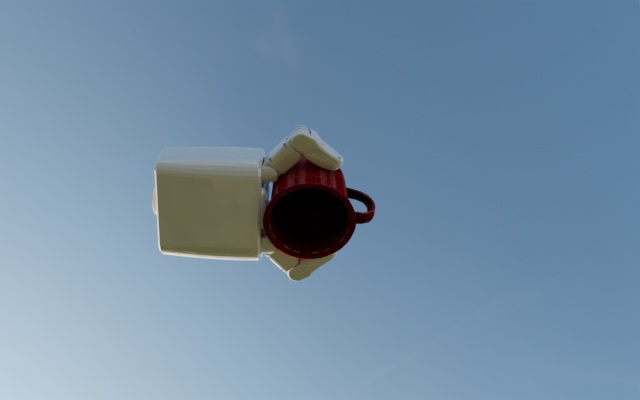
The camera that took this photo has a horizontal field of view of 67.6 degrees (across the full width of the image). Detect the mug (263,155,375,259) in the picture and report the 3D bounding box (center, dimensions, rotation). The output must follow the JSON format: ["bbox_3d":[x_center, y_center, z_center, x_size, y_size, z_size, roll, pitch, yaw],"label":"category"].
[{"bbox_3d":[0.002,0.002,0.509,0.117,0.093,0.081,2,33,-3],"label":"mug"}]
